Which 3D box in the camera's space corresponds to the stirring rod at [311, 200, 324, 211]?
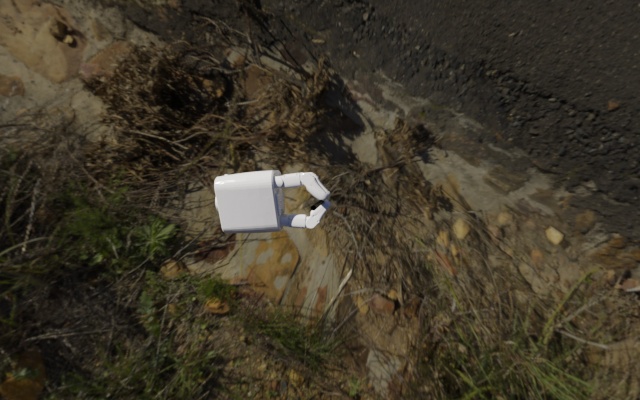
[{"bbox_3d":[0.000,0.003,0.814,0.011,0.011,0.239,0,4,5],"label":"stirring rod"}]
